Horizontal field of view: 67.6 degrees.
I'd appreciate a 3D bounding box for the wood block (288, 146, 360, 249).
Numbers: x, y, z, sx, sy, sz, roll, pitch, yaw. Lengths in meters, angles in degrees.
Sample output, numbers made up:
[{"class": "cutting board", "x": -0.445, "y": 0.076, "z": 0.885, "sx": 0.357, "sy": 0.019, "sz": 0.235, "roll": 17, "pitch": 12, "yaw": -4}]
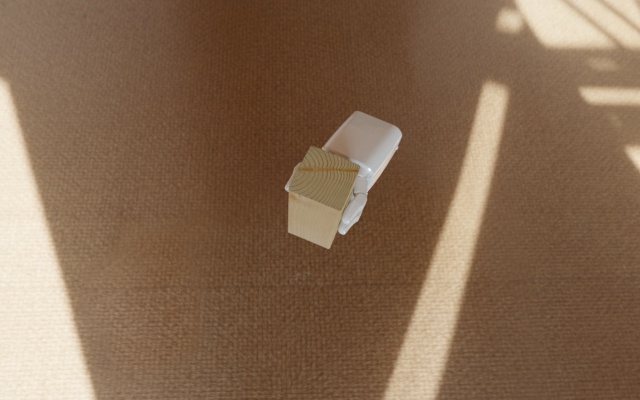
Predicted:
[{"class": "wood block", "x": 0.000, "y": 0.002, "z": 0.844, "sx": 0.091, "sy": 0.090, "sz": 0.206, "roll": 23, "pitch": -22, "yaw": 5}]
